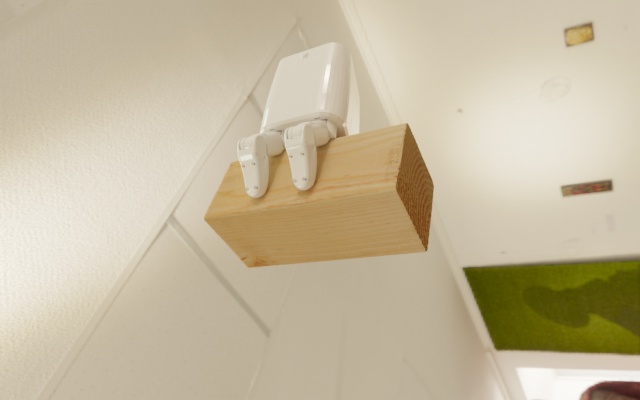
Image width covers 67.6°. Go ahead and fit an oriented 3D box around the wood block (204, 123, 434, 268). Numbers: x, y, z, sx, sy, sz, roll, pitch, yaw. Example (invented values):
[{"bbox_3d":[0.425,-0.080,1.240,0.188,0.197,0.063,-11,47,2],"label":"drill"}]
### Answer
[{"bbox_3d":[0.000,0.002,0.489,0.206,0.090,0.091,-9,-45,28],"label":"wood block"}]
